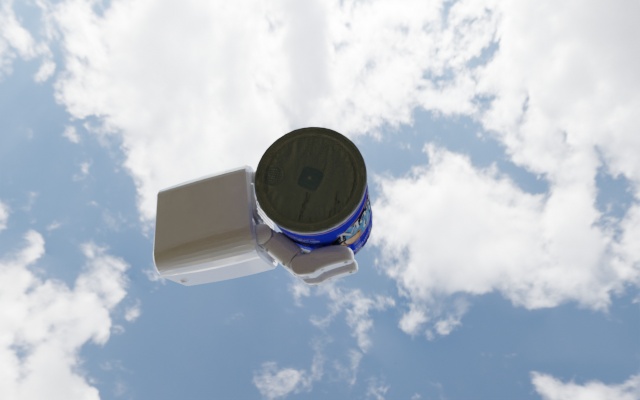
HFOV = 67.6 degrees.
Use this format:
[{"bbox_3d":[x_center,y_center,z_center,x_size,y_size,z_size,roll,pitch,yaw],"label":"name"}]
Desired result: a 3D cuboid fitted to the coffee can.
[{"bbox_3d":[0.000,0.001,0.491,0.103,0.102,0.140,0,-19,9],"label":"coffee can"}]
